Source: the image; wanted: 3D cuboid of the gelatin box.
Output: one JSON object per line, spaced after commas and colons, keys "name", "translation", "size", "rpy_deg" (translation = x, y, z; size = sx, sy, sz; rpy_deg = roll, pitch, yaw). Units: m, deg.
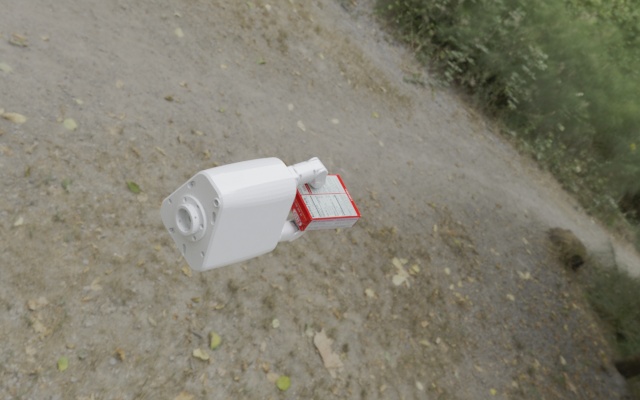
{"name": "gelatin box", "translation": [0.001, 0.002, 0.629], "size": [0.089, 0.073, 0.030], "rpy_deg": [-3, -36, -38]}
